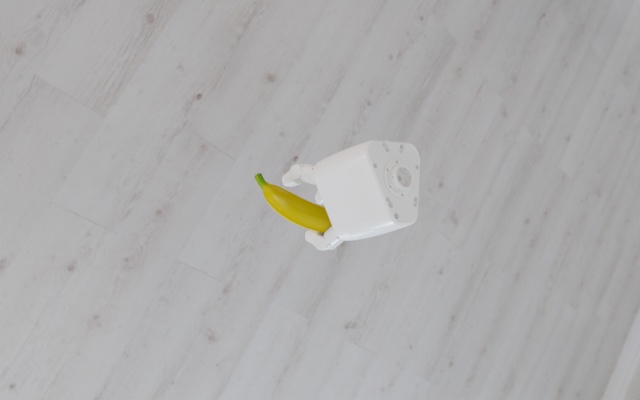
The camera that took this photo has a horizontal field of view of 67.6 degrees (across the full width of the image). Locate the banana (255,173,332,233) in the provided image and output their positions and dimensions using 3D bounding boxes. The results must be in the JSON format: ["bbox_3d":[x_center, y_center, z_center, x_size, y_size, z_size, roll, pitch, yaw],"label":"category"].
[{"bbox_3d":[-0.003,0.016,0.691,0.198,0.069,0.037,22,-44,-25],"label":"banana"}]
